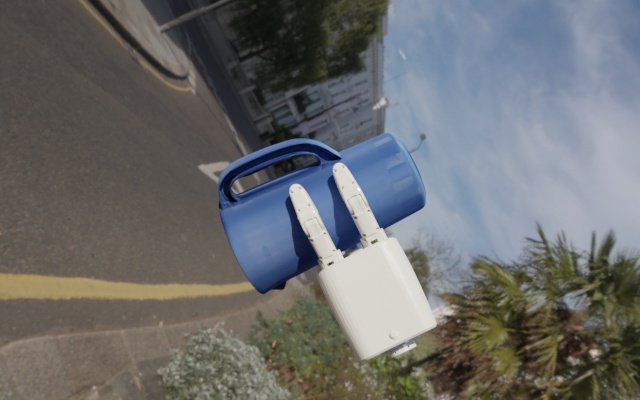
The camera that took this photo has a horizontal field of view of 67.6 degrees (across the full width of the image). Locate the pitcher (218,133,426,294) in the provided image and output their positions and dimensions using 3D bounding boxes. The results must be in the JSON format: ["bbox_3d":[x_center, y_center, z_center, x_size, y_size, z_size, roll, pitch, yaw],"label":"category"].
[{"bbox_3d":[0.000,0.002,0.603,0.243,0.145,0.149,-26,-18,1],"label":"pitcher"}]
